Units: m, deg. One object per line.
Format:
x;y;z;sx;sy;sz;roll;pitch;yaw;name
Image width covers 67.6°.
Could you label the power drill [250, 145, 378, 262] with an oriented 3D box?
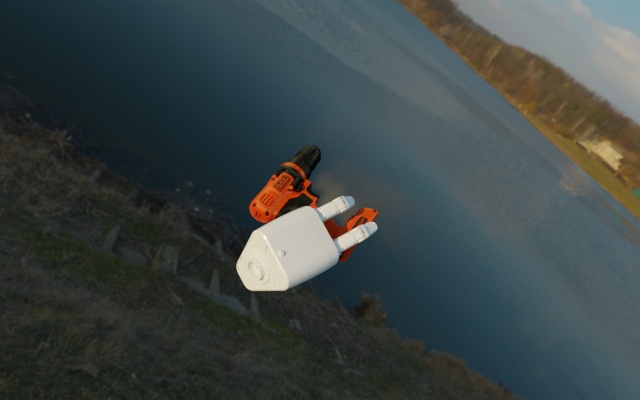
0.000;0.003;0.818;0.187;0.184;0.057;33;-32;9;power drill
